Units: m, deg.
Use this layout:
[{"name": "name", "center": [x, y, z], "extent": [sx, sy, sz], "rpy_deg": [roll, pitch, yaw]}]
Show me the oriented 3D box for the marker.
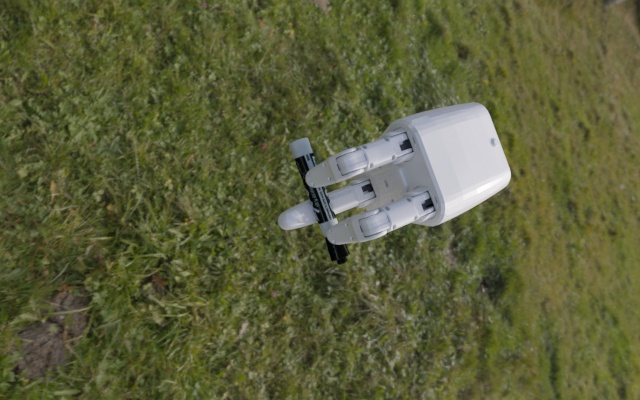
[{"name": "marker", "center": [0.000, 0.001, 0.442], "extent": [0.020, 0.121, 0.020], "rpy_deg": [-20, 1, 0]}]
